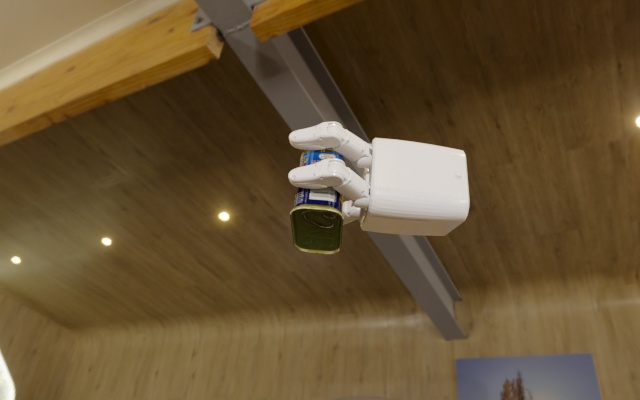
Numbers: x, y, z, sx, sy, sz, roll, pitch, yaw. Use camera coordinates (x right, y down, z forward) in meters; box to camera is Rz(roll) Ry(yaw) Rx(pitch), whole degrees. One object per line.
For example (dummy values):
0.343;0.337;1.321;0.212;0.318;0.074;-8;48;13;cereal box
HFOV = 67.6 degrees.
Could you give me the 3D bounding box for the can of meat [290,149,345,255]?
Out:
0.000;0.002;0.553;0.057;0.084;0.102;5;-33;4;can of meat
